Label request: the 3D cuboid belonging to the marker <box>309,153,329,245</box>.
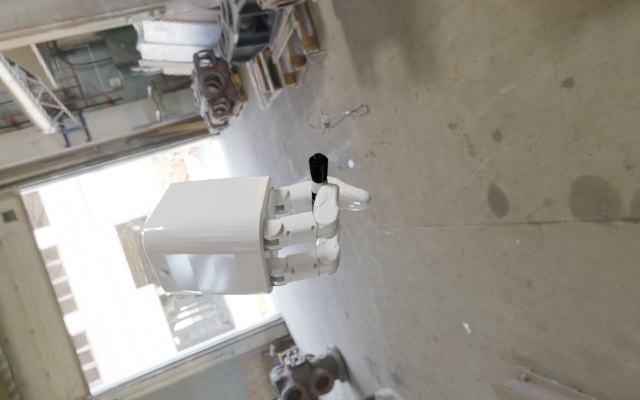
[{"bbox_3d":[0.000,0.002,0.484,0.020,0.121,0.020,-2,44,2],"label":"marker"}]
